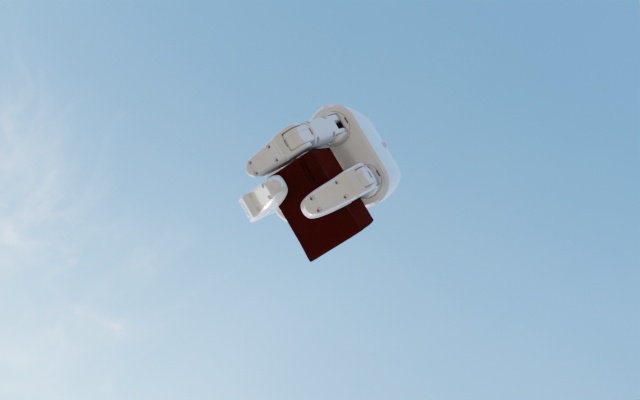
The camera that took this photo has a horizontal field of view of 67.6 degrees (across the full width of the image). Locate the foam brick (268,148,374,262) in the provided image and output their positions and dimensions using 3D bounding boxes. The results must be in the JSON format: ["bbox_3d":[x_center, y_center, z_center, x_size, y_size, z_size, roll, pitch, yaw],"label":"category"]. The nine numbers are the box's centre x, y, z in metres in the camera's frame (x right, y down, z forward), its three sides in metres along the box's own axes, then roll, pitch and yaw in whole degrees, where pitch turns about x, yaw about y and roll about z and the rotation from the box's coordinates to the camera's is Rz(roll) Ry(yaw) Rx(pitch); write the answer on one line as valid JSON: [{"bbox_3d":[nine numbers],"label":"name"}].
[{"bbox_3d":[0.000,0.002,0.400,0.053,0.078,0.051,-31,-4,18],"label":"foam brick"}]
